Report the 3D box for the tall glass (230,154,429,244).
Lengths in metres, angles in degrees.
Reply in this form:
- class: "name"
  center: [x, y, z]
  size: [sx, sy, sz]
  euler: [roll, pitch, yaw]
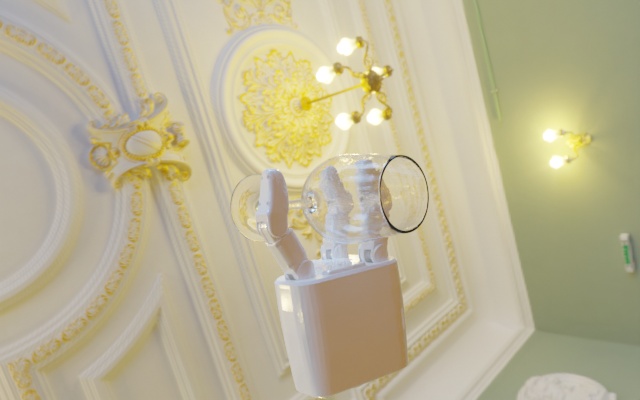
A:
- class: "tall glass"
  center: [0.000, 0.001, 0.444]
  size: [0.079, 0.079, 0.201]
  euler: [0, -4, -41]
